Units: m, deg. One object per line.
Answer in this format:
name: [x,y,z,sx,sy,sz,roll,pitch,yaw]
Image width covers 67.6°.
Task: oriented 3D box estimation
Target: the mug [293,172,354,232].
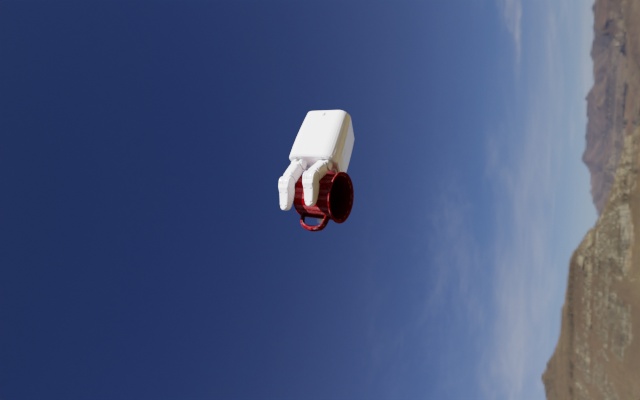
mug: [0.000,0.004,0.864,0.081,0.117,0.093,4,-26,31]
